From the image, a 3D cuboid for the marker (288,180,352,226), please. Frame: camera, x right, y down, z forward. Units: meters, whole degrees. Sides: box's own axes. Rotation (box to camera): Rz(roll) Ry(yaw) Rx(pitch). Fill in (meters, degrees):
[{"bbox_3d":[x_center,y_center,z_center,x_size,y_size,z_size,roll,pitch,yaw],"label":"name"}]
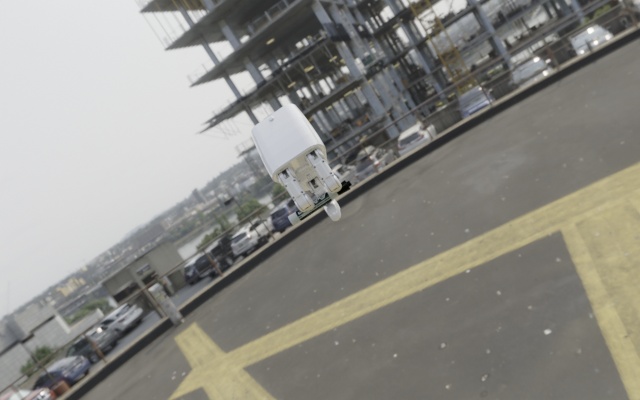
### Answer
[{"bbox_3d":[0.000,0.003,0.809,0.121,0.020,0.020,-33,-3,4],"label":"marker"}]
